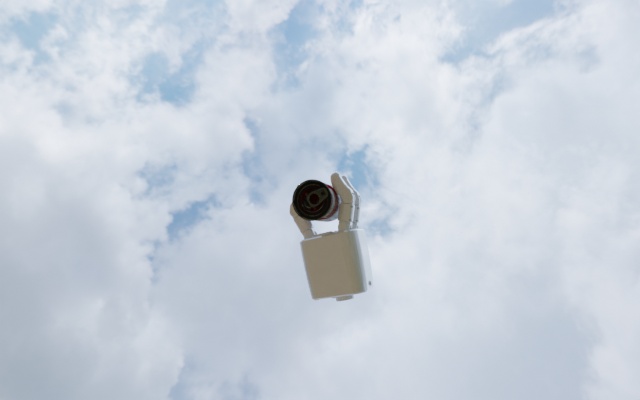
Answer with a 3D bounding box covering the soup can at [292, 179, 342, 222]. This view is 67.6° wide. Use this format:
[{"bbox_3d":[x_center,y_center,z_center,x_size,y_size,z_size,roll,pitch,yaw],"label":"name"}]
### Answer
[{"bbox_3d":[0.000,0.002,0.822,0.068,0.068,0.102,0,-4,16],"label":"soup can"}]
